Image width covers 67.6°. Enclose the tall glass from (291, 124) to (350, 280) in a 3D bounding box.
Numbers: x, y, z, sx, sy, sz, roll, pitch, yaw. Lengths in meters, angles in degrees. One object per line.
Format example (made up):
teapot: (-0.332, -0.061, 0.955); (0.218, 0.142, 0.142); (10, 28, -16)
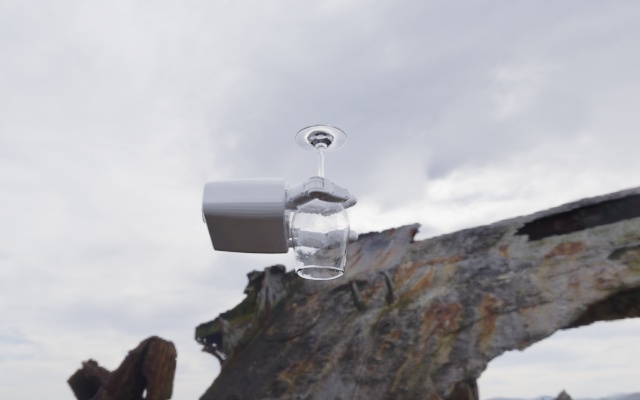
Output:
tall glass: (0.000, 0.001, 0.643); (0.079, 0.201, 0.079); (0, -24, 0)
